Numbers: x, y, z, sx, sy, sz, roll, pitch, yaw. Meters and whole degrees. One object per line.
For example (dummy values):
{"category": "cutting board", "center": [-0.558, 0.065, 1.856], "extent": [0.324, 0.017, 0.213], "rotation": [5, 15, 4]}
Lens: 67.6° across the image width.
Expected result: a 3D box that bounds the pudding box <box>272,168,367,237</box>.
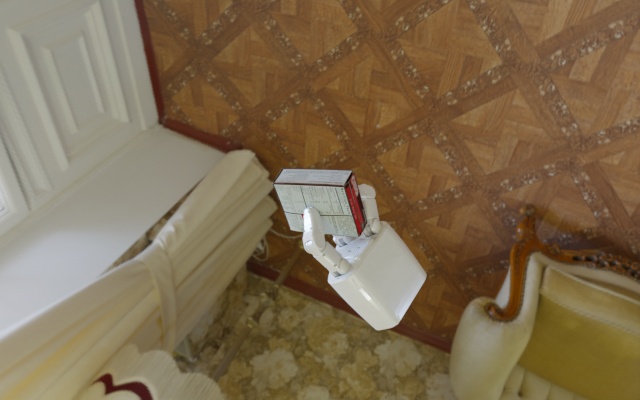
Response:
{"category": "pudding box", "center": [0.000, 0.002, 0.649], "extent": [0.113, 0.090, 0.039], "rotation": [3, 39, 26]}
